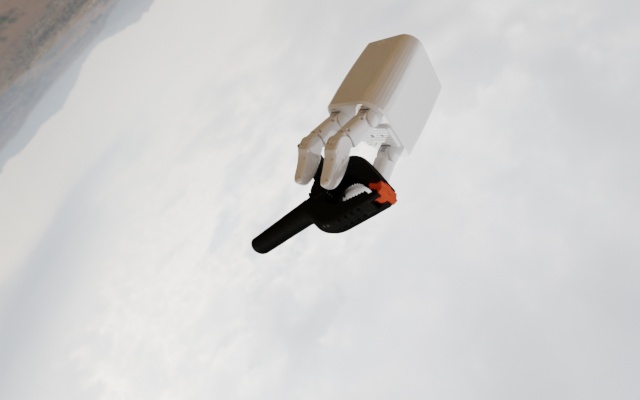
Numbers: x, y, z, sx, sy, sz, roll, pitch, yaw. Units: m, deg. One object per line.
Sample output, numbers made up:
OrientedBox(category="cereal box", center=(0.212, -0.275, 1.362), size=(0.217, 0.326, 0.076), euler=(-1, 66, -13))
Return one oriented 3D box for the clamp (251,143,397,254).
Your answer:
OrientedBox(category="clamp", center=(0.001, 0.002, 0.558), size=(0.036, 0.164, 0.210), euler=(34, -14, -32))
